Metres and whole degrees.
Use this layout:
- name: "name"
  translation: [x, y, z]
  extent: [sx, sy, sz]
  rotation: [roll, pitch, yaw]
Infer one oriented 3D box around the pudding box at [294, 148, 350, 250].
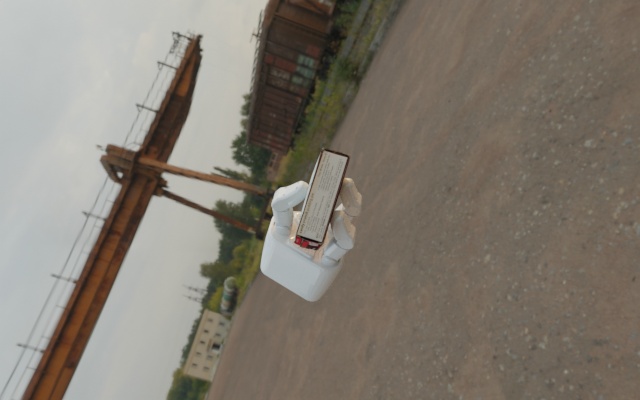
- name: "pudding box"
  translation: [0.000, 0.002, 0.589]
  extent: [0.039, 0.113, 0.090]
  rotation: [16, -11, -2]
